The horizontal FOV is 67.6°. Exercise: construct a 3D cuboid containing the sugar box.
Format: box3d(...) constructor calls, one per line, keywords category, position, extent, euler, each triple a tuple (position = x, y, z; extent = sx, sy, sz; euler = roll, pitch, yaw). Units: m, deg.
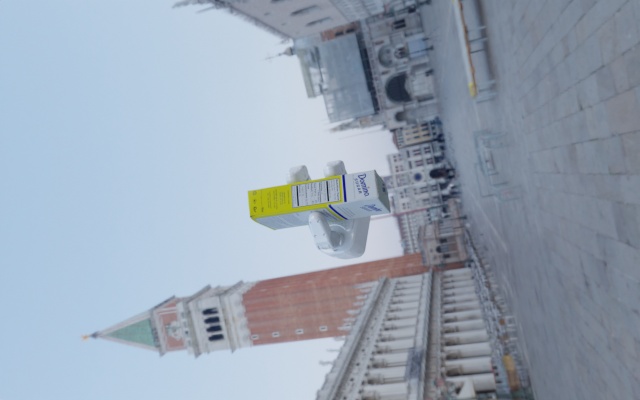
box3d(category="sugar box", position=(0.000, 0.002, 0.649), extent=(0.176, 0.048, 0.093), euler=(-11, -16, 14))
